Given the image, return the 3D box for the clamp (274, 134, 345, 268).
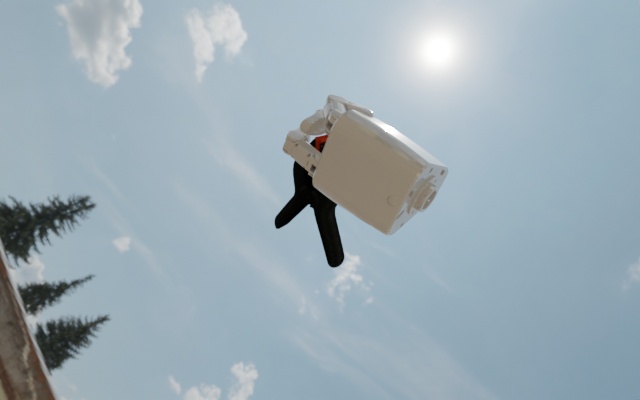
[{"bbox_3d":[0.000,0.002,0.607,0.120,0.172,0.039,35,41,21],"label":"clamp"}]
